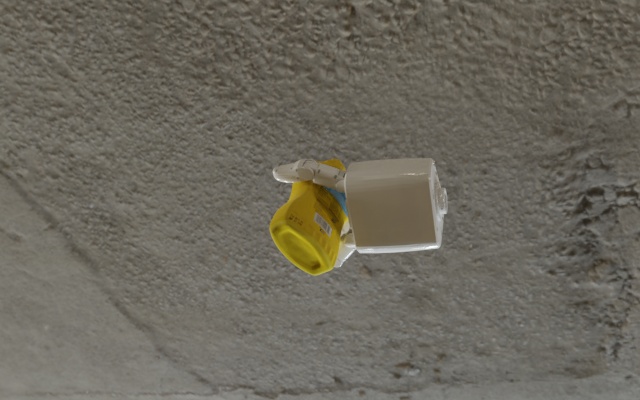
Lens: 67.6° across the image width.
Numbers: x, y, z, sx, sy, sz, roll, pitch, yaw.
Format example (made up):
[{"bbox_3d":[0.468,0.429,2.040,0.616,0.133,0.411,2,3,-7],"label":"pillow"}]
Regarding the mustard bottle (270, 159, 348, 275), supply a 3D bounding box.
[{"bbox_3d":[0.000,0.002,0.649,0.058,0.096,0.191,-28,25,35],"label":"mustard bottle"}]
